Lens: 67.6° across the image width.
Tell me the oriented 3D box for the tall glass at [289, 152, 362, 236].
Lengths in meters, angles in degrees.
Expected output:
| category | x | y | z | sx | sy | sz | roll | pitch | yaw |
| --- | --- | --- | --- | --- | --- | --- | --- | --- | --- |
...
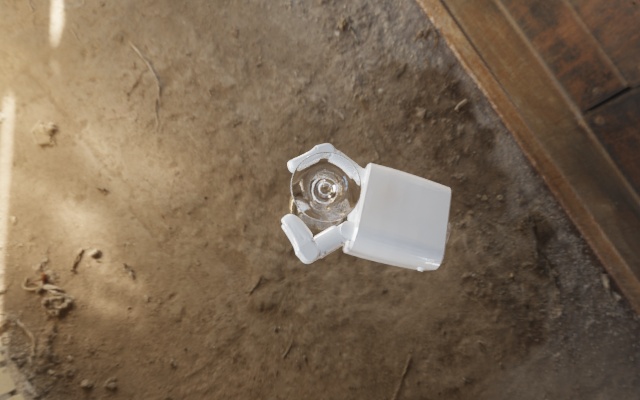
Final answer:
| category | x | y | z | sx | sy | sz | roll | pitch | yaw |
| --- | --- | --- | --- | --- | --- | --- | --- | --- | --- |
| tall glass | 0.000 | 0.002 | 0.591 | 0.079 | 0.079 | 0.201 | 0 | -9 | -4 |
